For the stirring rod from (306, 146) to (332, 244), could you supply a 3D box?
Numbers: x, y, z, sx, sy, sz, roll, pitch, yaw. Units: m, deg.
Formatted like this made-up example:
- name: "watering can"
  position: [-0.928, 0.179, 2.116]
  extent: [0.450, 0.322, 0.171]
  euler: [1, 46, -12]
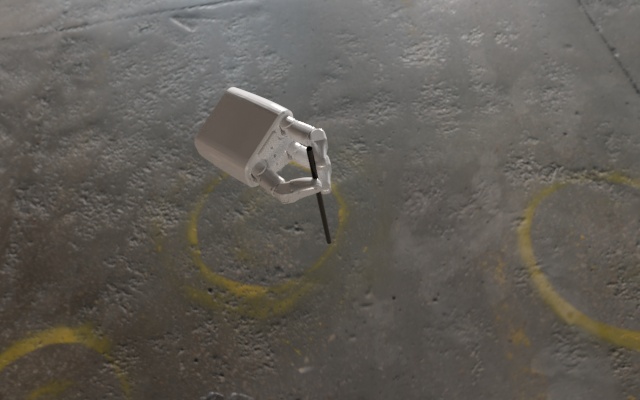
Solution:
- name: "stirring rod"
  position: [0.000, 0.002, 0.682]
  extent: [0.011, 0.011, 0.240]
  euler: [0, -33, 8]
